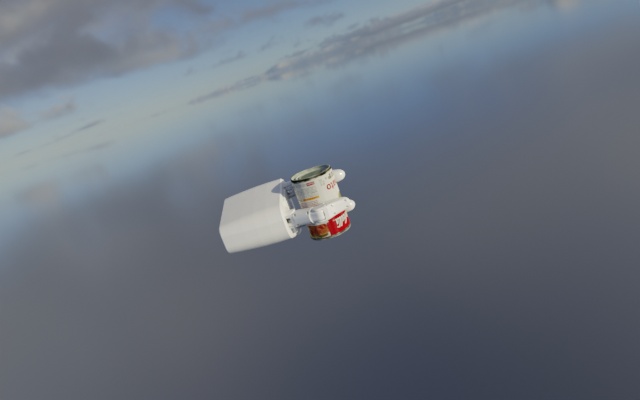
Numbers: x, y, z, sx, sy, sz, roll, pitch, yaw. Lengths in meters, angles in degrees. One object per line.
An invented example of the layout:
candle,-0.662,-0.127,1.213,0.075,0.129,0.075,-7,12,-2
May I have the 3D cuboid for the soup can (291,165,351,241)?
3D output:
soup can,0.000,0.002,0.752,0.068,0.102,0.068,-18,16,5
